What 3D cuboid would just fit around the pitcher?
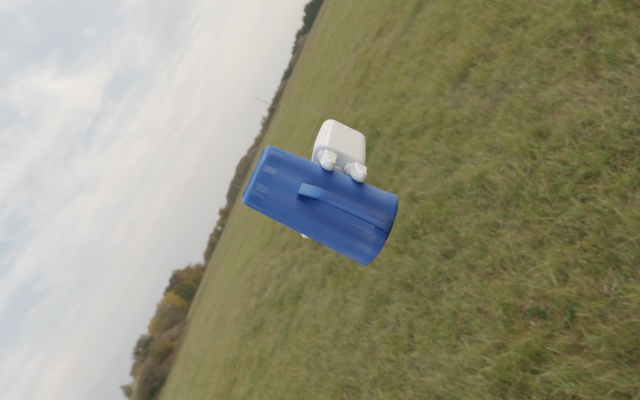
[{"bbox_3d":[0.000,0.003,0.794,0.243,0.149,0.145,24,39,-9],"label":"pitcher"}]
